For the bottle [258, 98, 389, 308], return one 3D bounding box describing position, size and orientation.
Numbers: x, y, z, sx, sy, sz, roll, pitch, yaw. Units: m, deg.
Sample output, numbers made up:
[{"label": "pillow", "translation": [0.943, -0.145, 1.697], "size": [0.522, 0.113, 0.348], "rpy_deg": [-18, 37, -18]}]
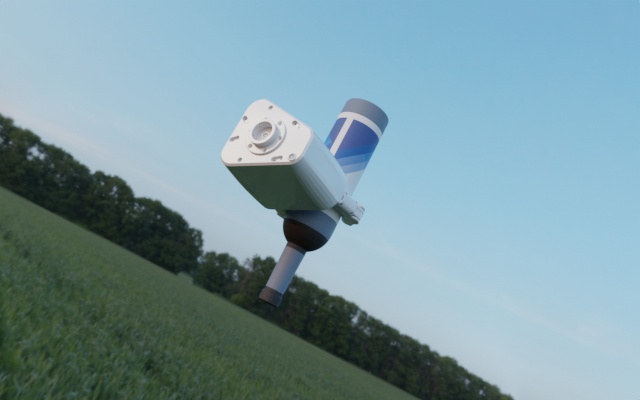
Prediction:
[{"label": "bottle", "translation": [0.000, 0.002, 0.633], "size": [0.069, 0.295, 0.069], "rpy_deg": [25, -16, 8]}]
